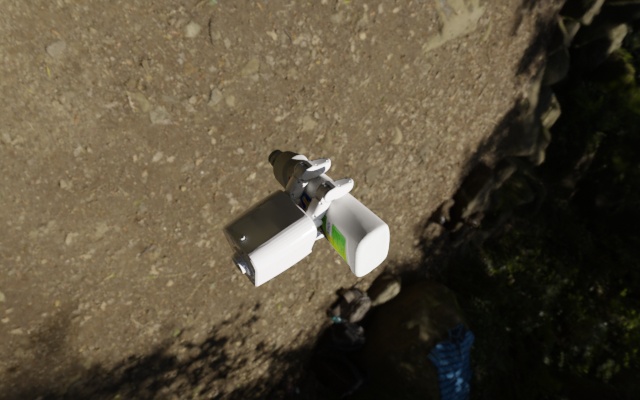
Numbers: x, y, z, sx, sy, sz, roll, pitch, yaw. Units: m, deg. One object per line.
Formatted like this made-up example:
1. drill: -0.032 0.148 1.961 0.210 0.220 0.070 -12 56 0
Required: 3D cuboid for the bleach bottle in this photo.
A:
1. bleach bottle: 0.000 0.002 0.759 0.068 0.103 0.250 -33 56 -21
